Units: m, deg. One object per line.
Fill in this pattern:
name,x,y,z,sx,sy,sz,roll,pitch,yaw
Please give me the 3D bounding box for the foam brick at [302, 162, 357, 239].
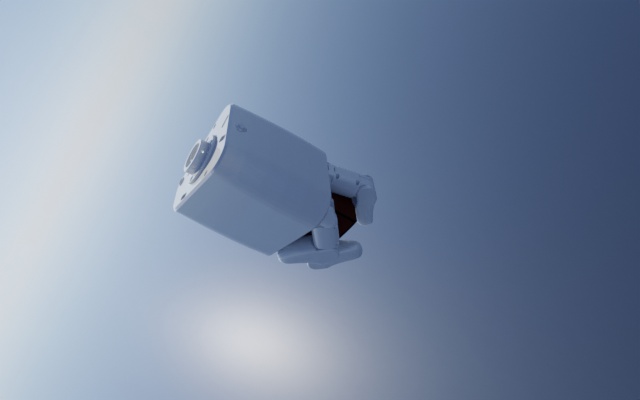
foam brick,0.000,0.002,0.507,0.051,0.078,0.053,27,-56,-25
